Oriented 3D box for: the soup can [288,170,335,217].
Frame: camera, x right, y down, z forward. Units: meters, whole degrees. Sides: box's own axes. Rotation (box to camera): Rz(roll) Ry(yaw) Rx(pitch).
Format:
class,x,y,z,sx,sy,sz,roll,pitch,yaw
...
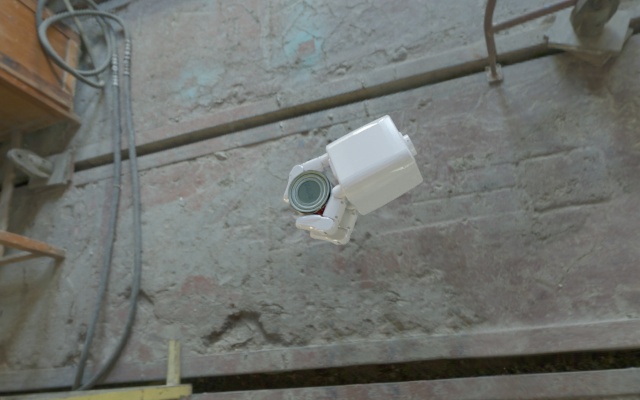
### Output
class,x,y,z,sx,sy,sz,roll,pitch,yaw
soup can,0.000,0.002,0.724,0.068,0.068,0.102,0,-18,21
